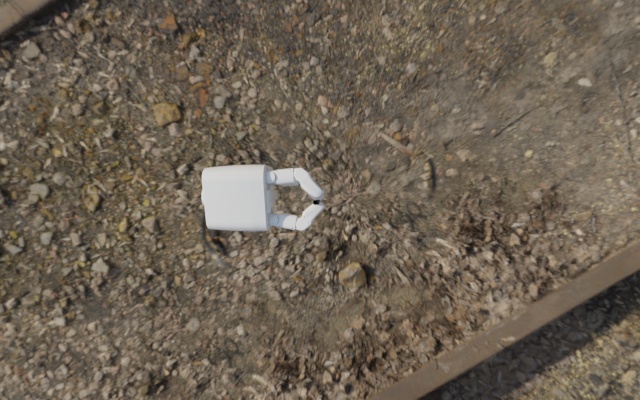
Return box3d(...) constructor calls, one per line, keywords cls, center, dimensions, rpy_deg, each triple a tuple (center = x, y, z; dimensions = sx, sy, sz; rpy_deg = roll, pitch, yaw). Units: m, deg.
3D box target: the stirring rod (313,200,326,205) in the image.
box3d(cls="stirring rod", center=(0.000, 0.003, 0.883), dimensions=(0.011, 0.011, 0.239), rpy_deg=(0, 0, 4))
